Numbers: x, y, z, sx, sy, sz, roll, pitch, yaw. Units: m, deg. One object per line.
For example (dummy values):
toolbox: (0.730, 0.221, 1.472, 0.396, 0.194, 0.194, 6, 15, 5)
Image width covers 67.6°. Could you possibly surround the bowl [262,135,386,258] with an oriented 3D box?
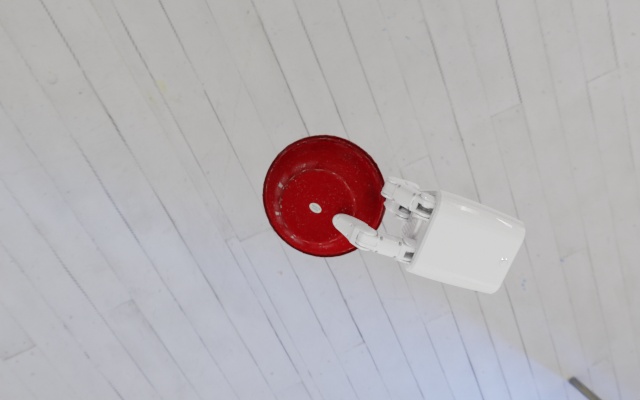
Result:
bowl: (-0.001, 0.002, 0.588, 0.162, 0.162, 0.055, 0, 13, 9)
